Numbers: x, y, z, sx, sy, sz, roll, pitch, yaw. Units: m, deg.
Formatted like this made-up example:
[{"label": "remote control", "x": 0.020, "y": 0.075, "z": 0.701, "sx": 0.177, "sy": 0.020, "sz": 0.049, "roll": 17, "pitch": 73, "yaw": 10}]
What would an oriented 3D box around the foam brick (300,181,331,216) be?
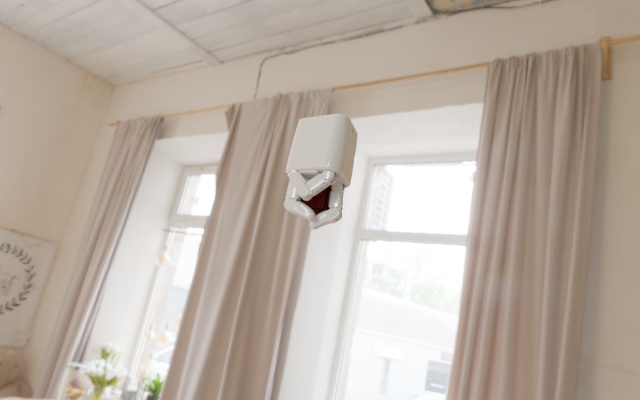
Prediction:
[{"label": "foam brick", "x": 0.000, "y": 0.003, "z": 0.881, "sx": 0.053, "sy": 0.051, "sz": 0.078, "roll": 5, "pitch": -17, "yaw": 20}]
